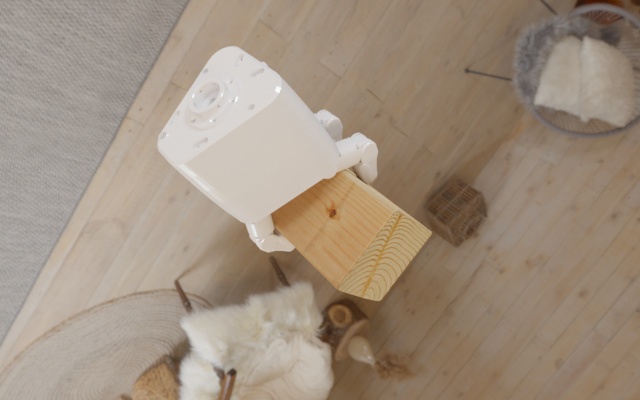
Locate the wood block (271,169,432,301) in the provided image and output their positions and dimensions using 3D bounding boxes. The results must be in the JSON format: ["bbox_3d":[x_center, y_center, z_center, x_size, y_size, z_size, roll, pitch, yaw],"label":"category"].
[{"bbox_3d":[0.000,0.002,0.507,0.206,0.091,0.090,41,8,37],"label":"wood block"}]
